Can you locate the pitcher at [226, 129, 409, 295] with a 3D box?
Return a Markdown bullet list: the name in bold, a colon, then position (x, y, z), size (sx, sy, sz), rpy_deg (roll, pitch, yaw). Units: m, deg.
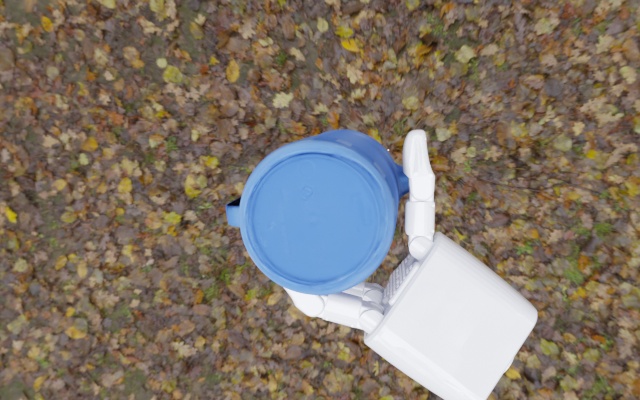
- **pitcher**: position (0.000, 0.001, 0.435), size (0.145, 0.149, 0.243), rpy_deg (38, 10, 2)
